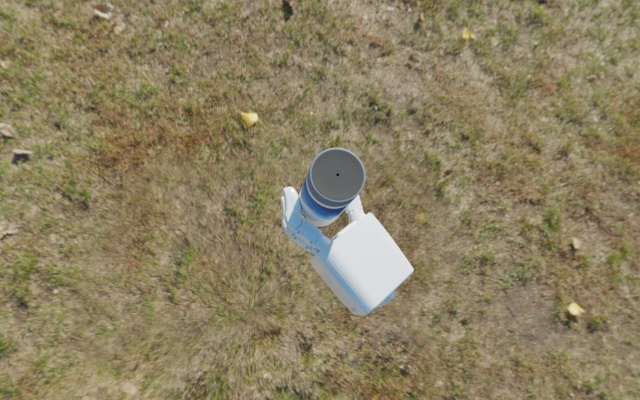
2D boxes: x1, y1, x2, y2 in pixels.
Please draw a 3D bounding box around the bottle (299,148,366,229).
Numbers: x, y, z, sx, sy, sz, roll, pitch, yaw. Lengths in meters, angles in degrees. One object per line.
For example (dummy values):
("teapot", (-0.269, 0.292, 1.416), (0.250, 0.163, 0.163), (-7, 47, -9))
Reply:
("bottle", (0.000, 0.002, 0.694), (0.069, 0.069, 0.296), (0, -13, -8))
